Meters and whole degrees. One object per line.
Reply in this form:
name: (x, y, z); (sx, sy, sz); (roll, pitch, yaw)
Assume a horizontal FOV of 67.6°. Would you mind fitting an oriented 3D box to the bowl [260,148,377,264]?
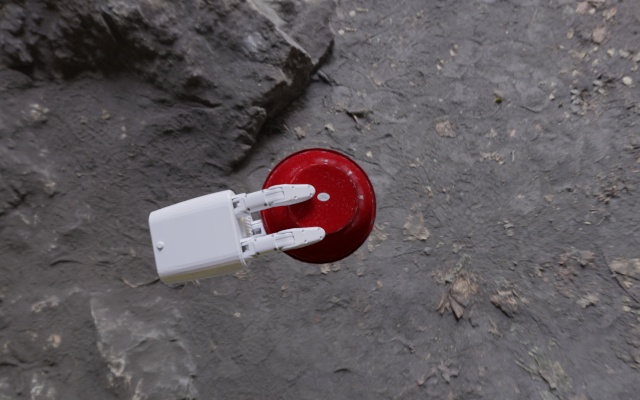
bowl: (0.001, 0.001, 0.629); (0.162, 0.162, 0.055); (0, -10, -6)
